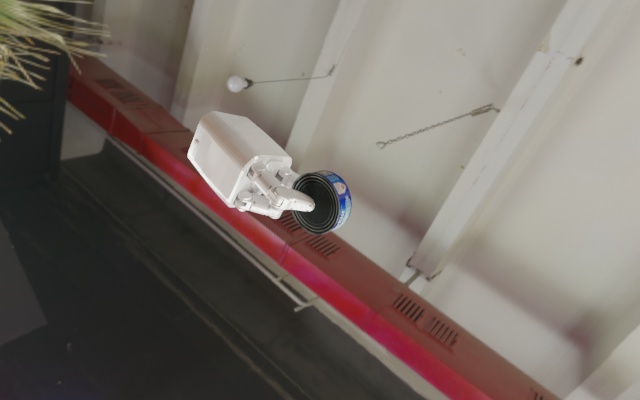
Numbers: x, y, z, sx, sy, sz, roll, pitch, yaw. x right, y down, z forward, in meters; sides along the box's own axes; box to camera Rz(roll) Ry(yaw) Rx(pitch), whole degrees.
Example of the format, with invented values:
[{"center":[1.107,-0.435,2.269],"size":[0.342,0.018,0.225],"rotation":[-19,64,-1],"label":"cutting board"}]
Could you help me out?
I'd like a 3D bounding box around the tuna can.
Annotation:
[{"center":[0.000,0.002,0.657],"size":[0.086,0.086,0.033],"rotation":[0,11,39],"label":"tuna can"}]
